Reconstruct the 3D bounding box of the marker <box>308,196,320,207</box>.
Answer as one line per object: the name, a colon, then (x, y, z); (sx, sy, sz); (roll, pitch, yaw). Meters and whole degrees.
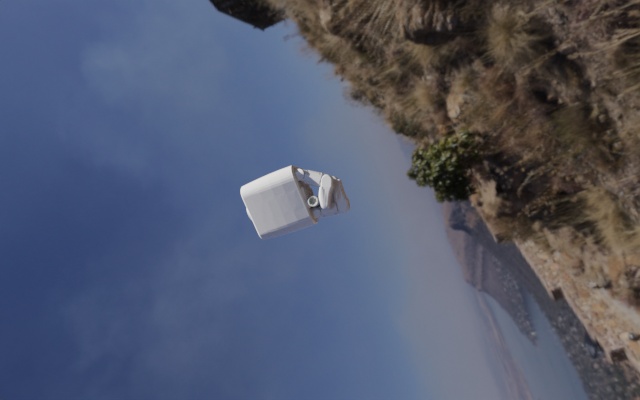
marker: (0.000, 0.003, 0.881); (0.020, 0.020, 0.121); (0, -1, 13)
